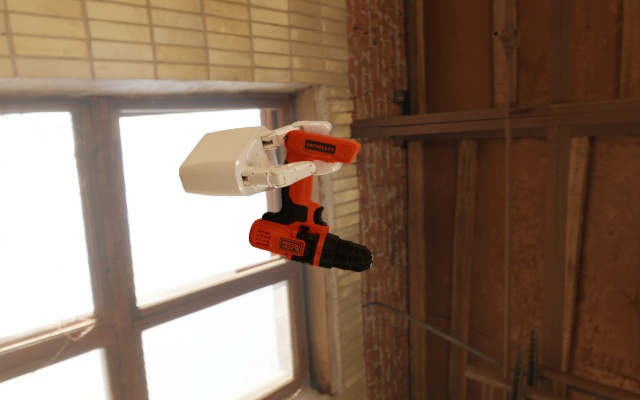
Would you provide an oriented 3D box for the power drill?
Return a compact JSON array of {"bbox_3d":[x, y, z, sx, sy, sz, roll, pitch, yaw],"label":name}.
[{"bbox_3d":[0.000,0.002,0.679,0.184,0.188,0.057,13,9,2],"label":"power drill"}]
